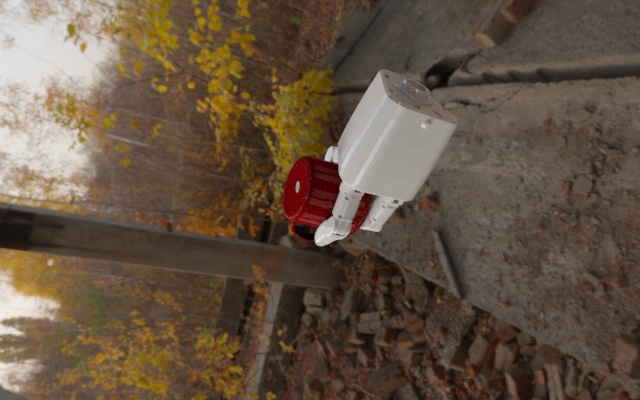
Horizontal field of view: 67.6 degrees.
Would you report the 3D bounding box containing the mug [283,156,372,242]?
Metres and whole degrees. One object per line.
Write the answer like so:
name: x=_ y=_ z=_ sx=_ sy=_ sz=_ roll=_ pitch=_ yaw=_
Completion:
mug: x=-0.001 y=0.003 z=0.599 sx=0.081 sy=0.117 sz=0.093 roll=14 pitch=31 yaw=-25
